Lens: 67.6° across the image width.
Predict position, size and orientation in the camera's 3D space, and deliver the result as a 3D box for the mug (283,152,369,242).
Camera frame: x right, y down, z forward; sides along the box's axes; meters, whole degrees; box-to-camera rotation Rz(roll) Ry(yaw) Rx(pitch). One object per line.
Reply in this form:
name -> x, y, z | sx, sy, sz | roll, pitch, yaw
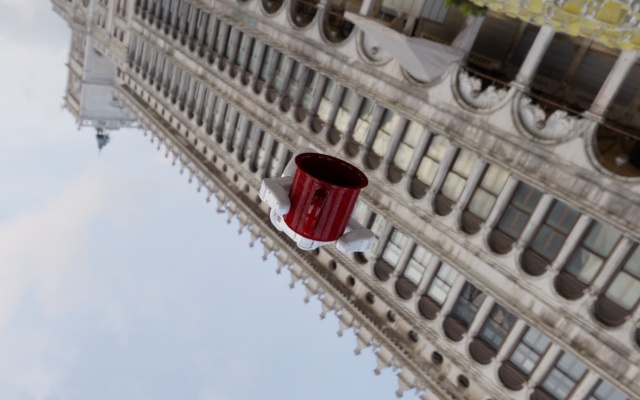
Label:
mug -> 0.000, 0.003, 0.576 | 0.093, 0.081, 0.117 | 20, 25, 1
